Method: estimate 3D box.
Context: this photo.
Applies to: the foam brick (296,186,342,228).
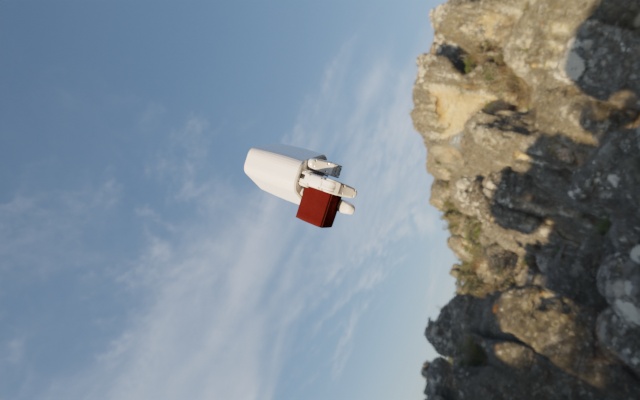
[{"bbox_3d":[0.000,0.003,0.813,0.051,0.078,0.053,19,3,21],"label":"foam brick"}]
